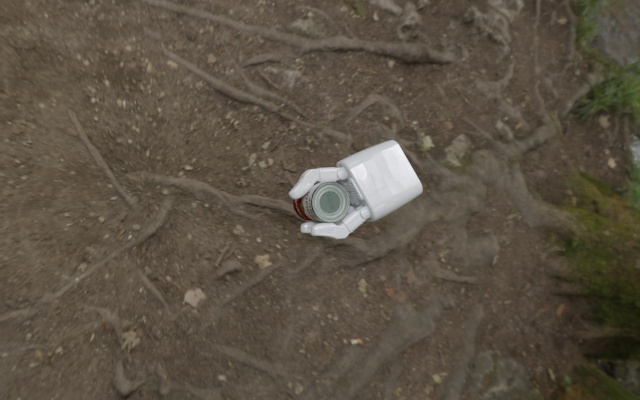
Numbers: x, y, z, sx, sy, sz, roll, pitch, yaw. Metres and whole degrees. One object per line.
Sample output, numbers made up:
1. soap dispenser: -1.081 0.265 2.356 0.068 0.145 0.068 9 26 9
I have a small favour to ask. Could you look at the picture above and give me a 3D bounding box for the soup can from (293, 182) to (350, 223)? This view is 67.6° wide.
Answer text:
1. soup can: 0.000 0.003 0.801 0.068 0.068 0.102 0 1 -20
